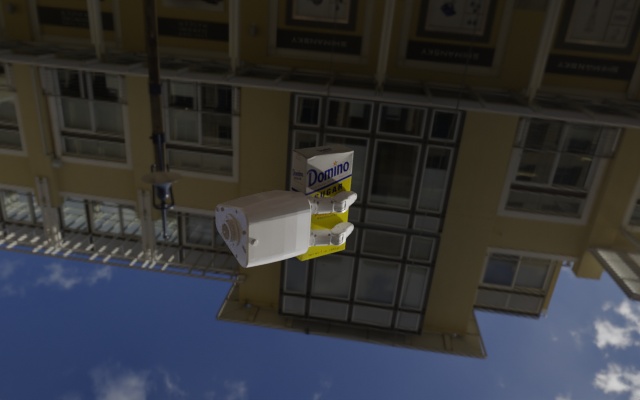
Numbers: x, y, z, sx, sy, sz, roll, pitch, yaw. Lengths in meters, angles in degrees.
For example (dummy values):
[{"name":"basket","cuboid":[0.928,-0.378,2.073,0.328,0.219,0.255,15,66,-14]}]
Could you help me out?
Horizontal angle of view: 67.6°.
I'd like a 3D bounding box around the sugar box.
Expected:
[{"name":"sugar box","cuboid":[0.000,0.003,0.769,0.093,0.176,0.048,-12,29,-33]}]
